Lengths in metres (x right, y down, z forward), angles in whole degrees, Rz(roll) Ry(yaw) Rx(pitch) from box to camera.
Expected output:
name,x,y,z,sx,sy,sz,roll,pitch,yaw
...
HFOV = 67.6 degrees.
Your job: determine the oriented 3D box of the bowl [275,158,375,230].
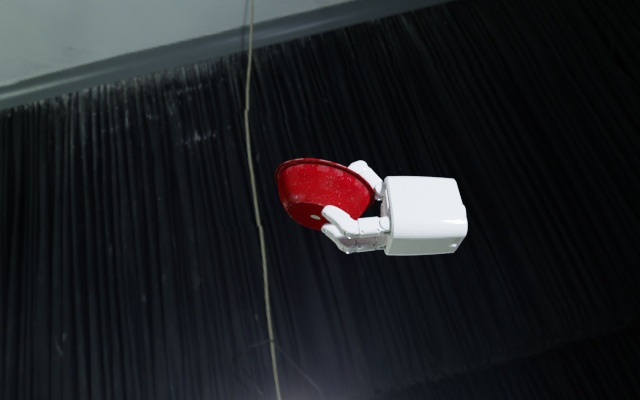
name,x,y,z,sx,sy,sz,roll,pitch,yaw
bowl,-0.001,0.003,0.738,0.162,0.055,0.162,12,-27,6
